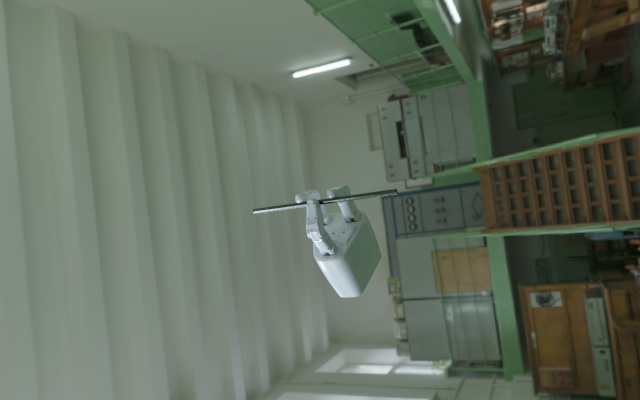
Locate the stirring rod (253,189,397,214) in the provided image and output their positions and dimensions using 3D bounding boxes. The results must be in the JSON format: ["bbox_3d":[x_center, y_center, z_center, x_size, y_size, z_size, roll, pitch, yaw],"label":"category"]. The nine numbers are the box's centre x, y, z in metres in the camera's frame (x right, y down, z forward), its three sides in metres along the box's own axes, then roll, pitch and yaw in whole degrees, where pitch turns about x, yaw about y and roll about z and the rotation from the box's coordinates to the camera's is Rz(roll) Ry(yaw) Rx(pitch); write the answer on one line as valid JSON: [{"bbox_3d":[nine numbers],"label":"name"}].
[{"bbox_3d":[0.000,0.002,0.732,0.239,0.011,0.011,-8,-3,24],"label":"stirring rod"}]
